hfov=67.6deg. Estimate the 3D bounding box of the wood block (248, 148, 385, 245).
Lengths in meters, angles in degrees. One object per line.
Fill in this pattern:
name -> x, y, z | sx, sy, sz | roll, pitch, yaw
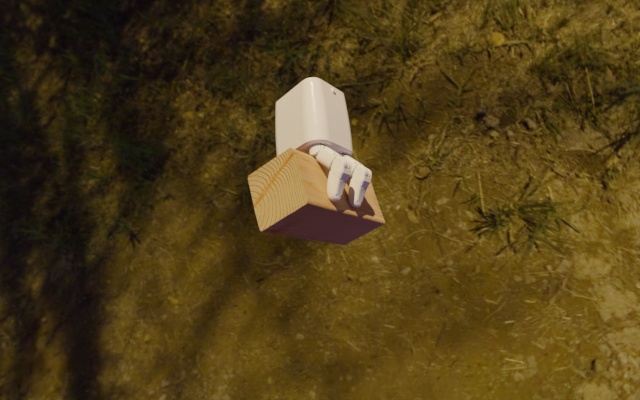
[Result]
wood block -> 0.000, 0.002, 0.728 | 0.091, 0.090, 0.206 | -30, -26, 29
